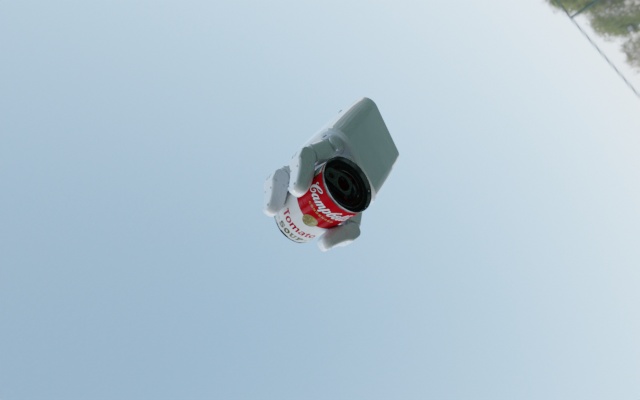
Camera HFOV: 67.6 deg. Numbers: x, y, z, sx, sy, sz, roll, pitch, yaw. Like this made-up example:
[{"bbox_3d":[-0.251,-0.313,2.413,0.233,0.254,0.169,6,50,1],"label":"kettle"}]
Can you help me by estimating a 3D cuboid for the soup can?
[{"bbox_3d":[0.000,0.002,0.553,0.068,0.068,0.102,0,-23,-41],"label":"soup can"}]
